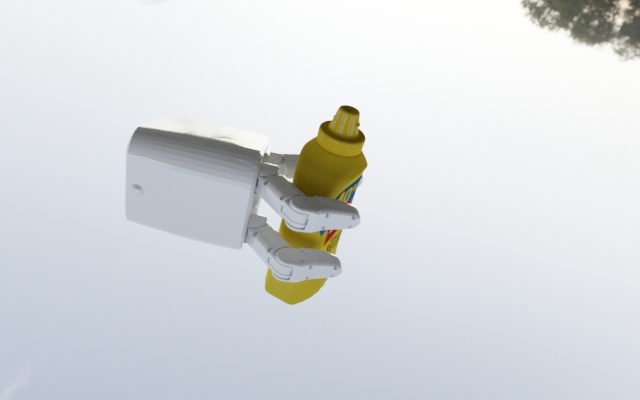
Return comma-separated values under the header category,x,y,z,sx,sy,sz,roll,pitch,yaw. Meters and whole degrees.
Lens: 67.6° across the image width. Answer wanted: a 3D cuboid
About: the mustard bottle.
category,x,y,z,sx,sy,sz,roll,pitch,yaw
mustard bottle,0.000,0.002,0.442,0.058,0.192,0.096,27,35,16
